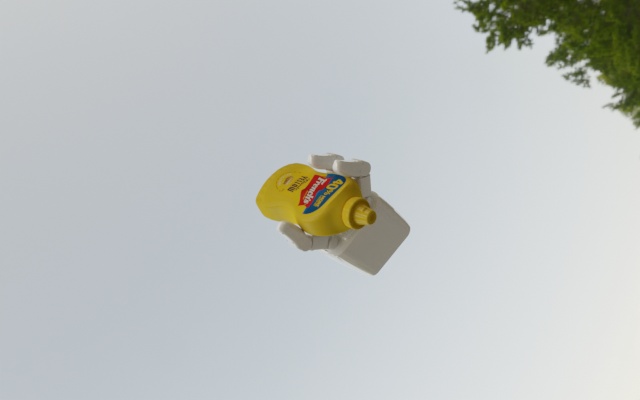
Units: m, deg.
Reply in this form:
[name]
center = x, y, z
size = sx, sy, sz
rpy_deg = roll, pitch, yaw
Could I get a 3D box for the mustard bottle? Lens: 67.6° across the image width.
[mustard bottle]
center = 0.000, 0.002, 0.653
size = 0.191, 0.058, 0.096
rpy_deg = 18, 53, 46
